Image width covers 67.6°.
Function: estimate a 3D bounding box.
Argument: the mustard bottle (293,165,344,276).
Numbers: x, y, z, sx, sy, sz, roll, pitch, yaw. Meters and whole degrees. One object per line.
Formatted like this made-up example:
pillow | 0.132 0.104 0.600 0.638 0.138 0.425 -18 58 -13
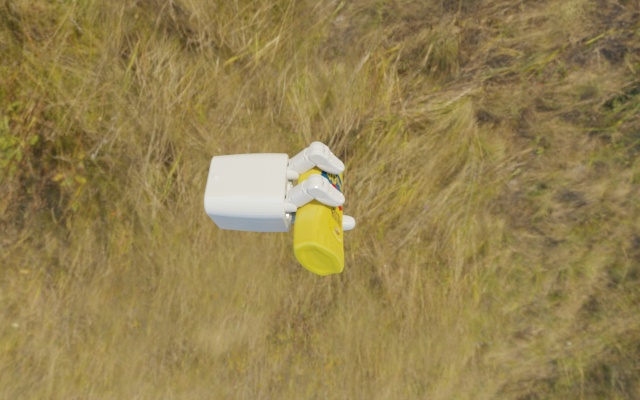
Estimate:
mustard bottle | 0.000 0.002 0.678 0.058 0.191 0.096 -14 -38 22
